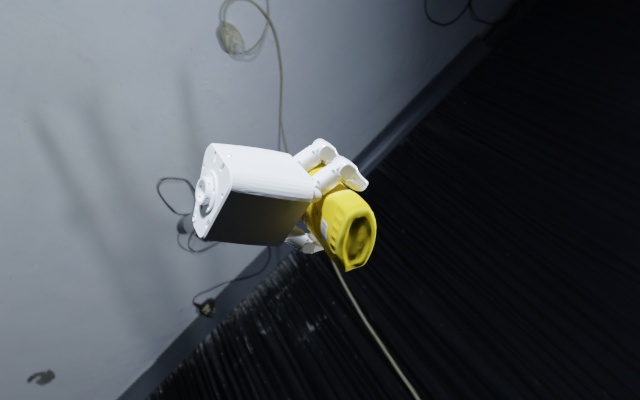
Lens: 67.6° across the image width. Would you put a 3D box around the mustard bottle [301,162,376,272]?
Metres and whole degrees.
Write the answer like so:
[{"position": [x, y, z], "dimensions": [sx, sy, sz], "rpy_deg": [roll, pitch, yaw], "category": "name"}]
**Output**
[{"position": [0.001, 0.002, 0.637], "dimensions": [0.058, 0.096, 0.191], "rpy_deg": [-16, 38, -22], "category": "mustard bottle"}]
